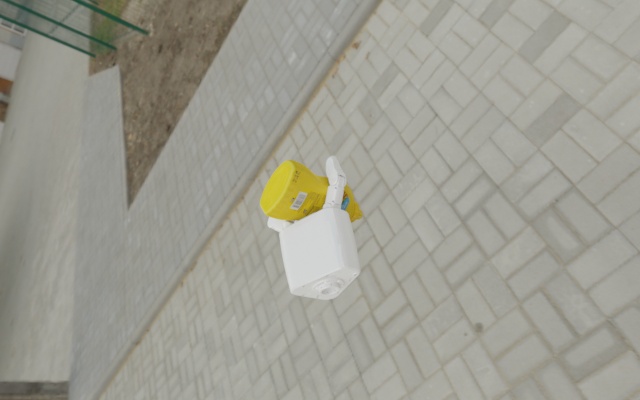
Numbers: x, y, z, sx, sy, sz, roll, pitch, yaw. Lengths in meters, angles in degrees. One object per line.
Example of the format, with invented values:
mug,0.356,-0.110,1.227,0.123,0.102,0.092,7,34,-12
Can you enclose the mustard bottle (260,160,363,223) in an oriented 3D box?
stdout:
mustard bottle,0.000,0.002,0.803,0.192,0.096,0.058,19,21,-38
